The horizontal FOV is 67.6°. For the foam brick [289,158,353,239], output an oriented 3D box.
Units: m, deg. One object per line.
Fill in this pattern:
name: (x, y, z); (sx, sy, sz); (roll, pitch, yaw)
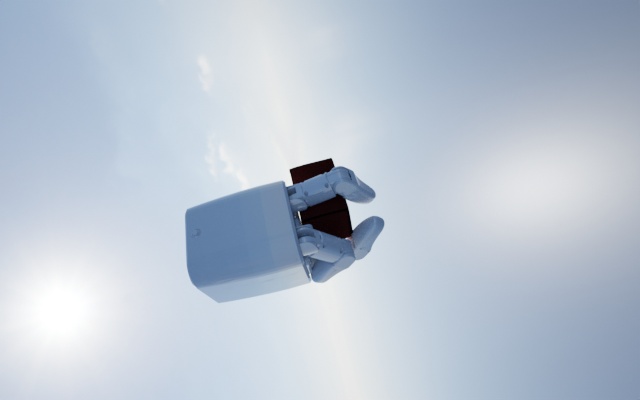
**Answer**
foam brick: (0.000, 0.002, 0.522); (0.051, 0.078, 0.053); (-15, -40, -1)
